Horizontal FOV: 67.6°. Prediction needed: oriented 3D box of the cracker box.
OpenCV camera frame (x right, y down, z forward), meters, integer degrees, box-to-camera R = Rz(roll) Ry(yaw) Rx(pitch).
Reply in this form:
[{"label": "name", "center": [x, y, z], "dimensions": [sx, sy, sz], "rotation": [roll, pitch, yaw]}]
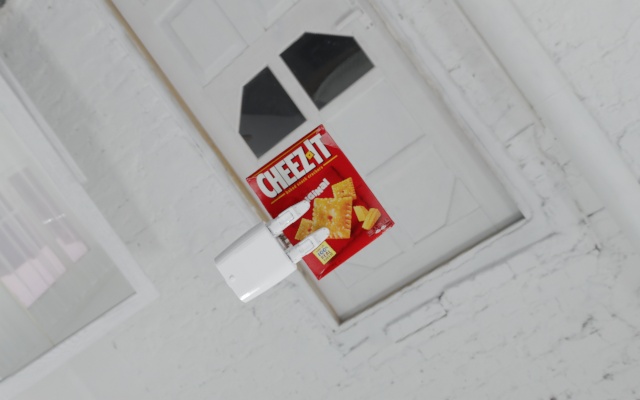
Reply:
[{"label": "cracker box", "center": [0.000, 0.003, 0.823], "dimensions": [0.164, 0.213, 0.072], "rotation": [-36, -1, 0]}]
